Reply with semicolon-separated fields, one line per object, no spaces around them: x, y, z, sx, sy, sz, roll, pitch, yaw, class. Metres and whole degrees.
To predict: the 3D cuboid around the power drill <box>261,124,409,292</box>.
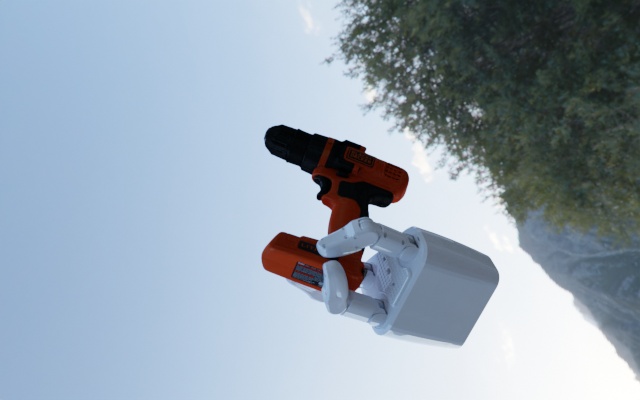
0.000;0.002;0.537;0.184;0.187;0.057;20;-37;1;power drill
